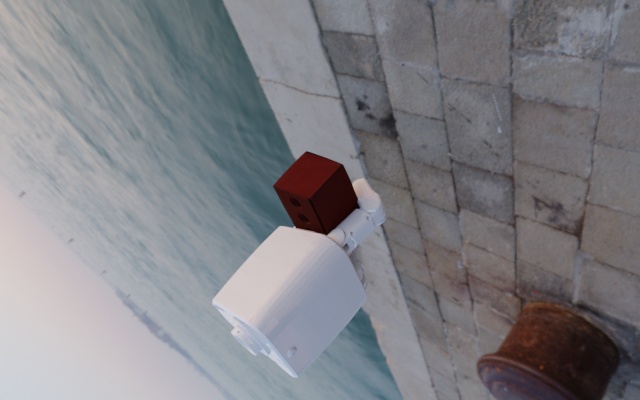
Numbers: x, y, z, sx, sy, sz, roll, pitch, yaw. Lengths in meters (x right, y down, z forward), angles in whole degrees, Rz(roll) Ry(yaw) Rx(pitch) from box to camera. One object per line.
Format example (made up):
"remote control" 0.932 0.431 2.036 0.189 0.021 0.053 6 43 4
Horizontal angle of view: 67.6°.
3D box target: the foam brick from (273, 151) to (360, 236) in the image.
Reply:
"foam brick" 0.000 0.001 0.467 0.053 0.078 0.051 22 59 42
